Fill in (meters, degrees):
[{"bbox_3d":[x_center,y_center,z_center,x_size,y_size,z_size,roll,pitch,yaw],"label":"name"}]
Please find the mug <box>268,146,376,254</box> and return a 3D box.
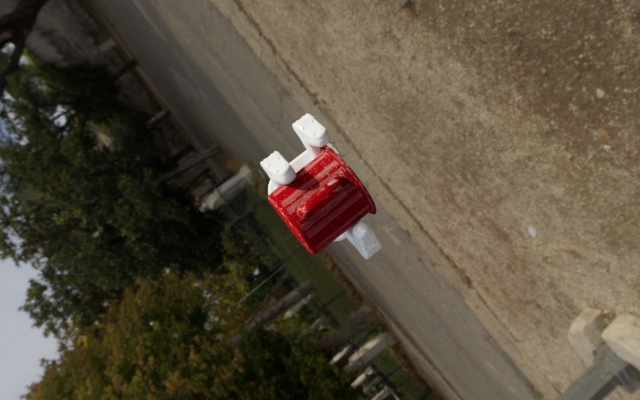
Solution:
[{"bbox_3d":[0.000,0.002,0.496,0.081,0.093,0.117,-39,-1,-7],"label":"mug"}]
